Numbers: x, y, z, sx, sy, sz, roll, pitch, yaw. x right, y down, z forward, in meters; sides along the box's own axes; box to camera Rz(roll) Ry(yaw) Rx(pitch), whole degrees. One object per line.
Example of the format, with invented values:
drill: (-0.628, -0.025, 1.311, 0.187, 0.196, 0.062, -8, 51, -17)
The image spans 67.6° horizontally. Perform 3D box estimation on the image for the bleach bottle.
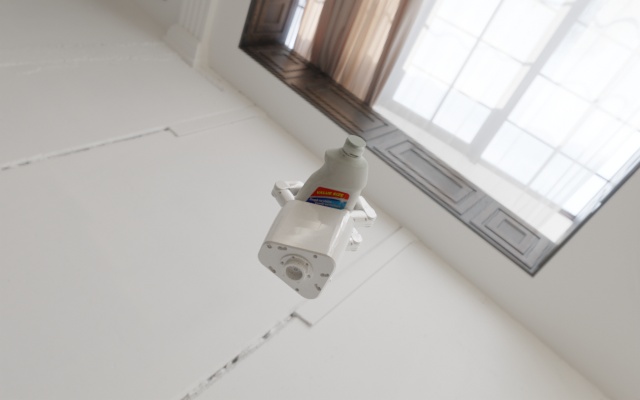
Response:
bleach bottle: (0.000, 0.003, 0.759, 0.102, 0.251, 0.068, 26, 35, 0)
